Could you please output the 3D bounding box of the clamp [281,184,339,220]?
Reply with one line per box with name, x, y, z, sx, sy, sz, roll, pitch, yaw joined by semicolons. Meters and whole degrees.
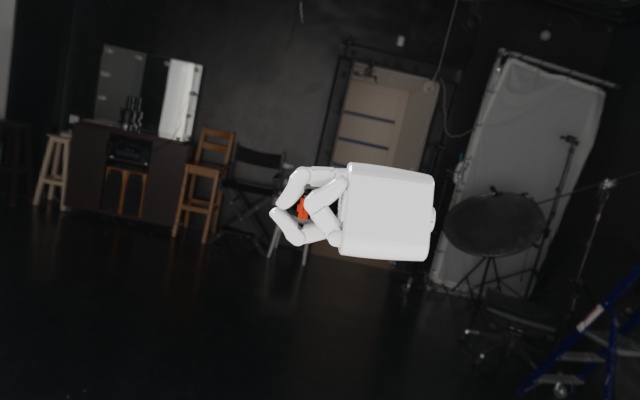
clamp;0.000;0.002;0.679;0.120;0.039;0.171;1;10;-1
